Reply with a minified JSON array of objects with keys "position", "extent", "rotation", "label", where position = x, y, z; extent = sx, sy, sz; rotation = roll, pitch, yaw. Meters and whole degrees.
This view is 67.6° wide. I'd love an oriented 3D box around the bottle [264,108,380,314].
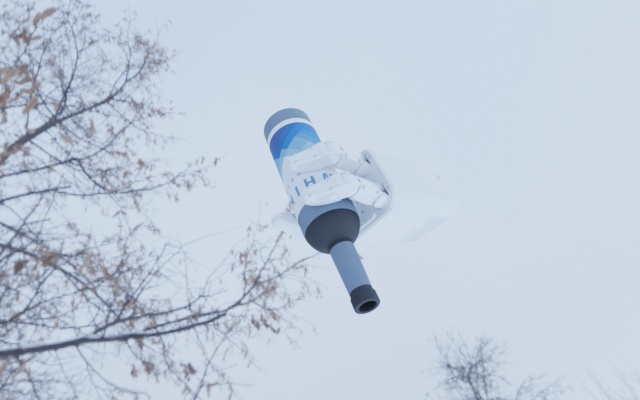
[{"position":[0.000,0.002,0.560],"extent":[0.069,0.069,0.295],"rotation":[0,44,-26],"label":"bottle"}]
